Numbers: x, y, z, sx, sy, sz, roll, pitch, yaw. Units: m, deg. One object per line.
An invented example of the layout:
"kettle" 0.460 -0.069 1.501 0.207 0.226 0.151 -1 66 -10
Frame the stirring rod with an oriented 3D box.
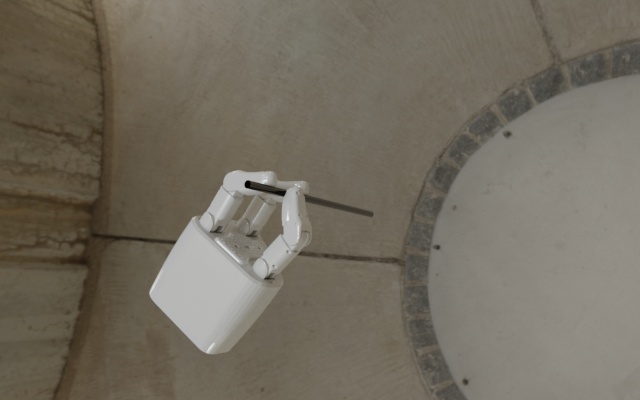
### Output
"stirring rod" 0.000 0.002 0.537 0.011 0.011 0.239 0 -8 34
